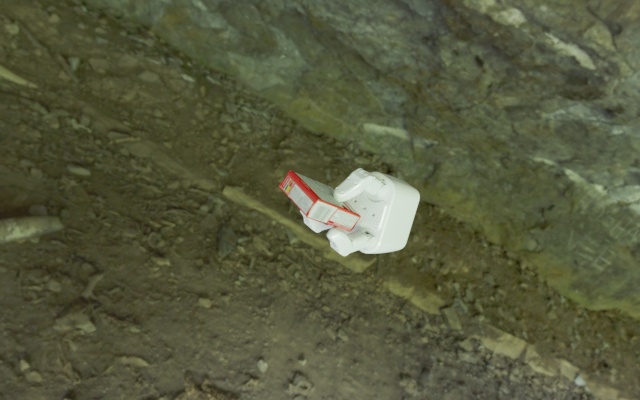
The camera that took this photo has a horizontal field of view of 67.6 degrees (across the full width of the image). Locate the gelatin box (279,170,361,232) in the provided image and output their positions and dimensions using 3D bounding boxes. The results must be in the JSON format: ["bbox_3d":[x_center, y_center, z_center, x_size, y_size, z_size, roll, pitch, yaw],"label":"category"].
[{"bbox_3d":[0.000,0.002,0.619,0.089,0.030,0.073,21,18,-45],"label":"gelatin box"}]
